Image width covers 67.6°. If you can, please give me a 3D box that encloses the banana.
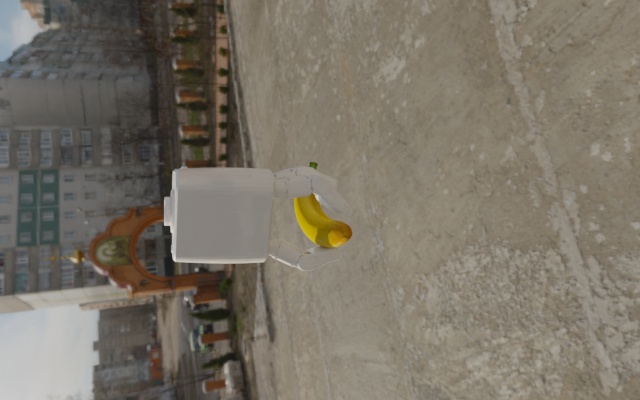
[{"bbox_3d":[-0.005,0.017,0.636,0.037,0.070,0.197,5,27,-19],"label":"banana"}]
